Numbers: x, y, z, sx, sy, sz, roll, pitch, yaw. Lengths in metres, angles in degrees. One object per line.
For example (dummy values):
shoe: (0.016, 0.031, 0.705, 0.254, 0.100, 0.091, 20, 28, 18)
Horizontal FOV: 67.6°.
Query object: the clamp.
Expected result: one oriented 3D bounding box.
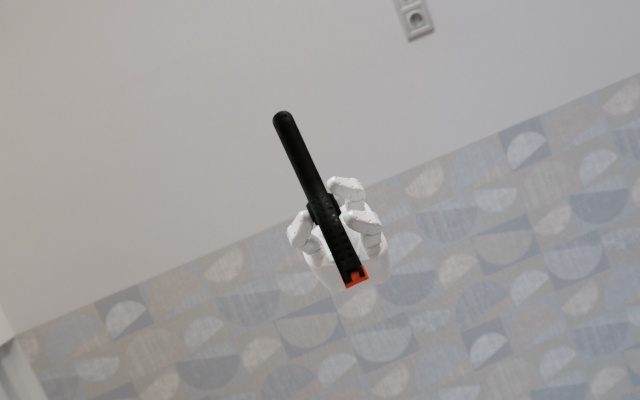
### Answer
clamp: (0.000, 0.003, 0.570, 0.036, 0.209, 0.165, -25, -32, 2)
